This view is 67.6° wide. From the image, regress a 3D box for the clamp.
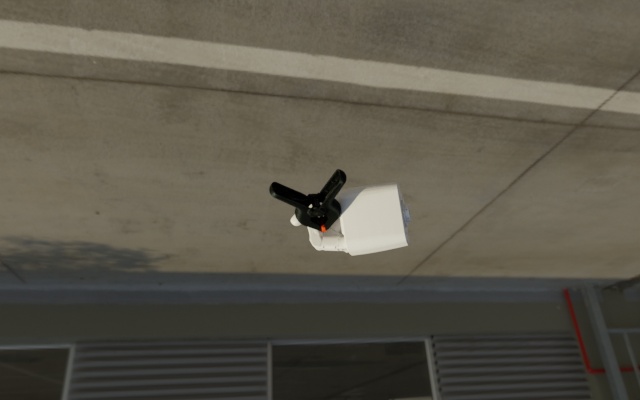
[{"bbox_3d":[0.000,0.003,0.793,0.120,0.039,0.171,-10,-27,15],"label":"clamp"}]
